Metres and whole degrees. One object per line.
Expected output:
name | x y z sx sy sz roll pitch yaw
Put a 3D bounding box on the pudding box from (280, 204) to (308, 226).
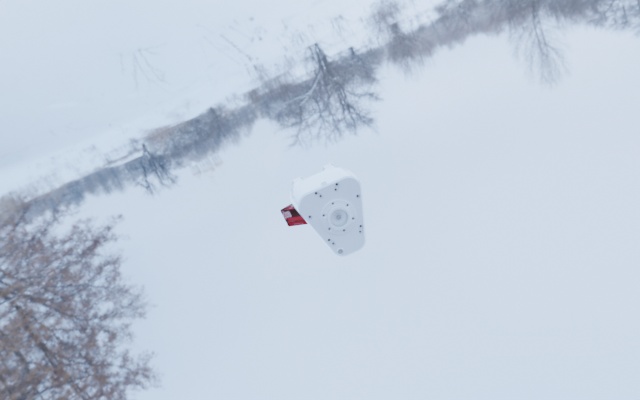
pudding box | 0.000 0.003 0.815 0.113 0.039 0.090 -29 10 -31
